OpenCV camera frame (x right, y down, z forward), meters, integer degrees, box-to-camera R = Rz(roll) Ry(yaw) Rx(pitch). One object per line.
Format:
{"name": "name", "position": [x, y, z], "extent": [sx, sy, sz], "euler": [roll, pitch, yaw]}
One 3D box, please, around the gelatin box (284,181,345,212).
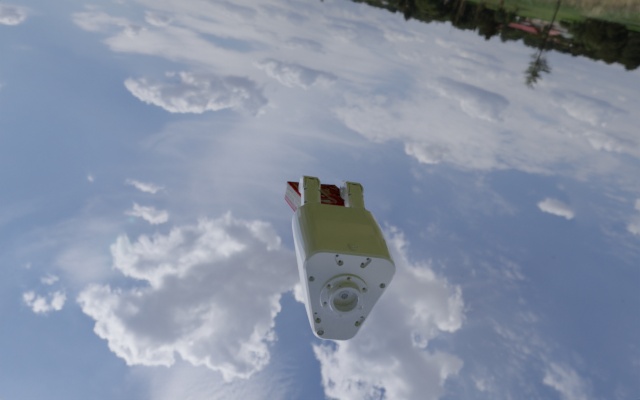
{"name": "gelatin box", "position": [0.000, 0.002, 0.634], "extent": [0.073, 0.030, 0.089], "euler": [3, 19, -23]}
